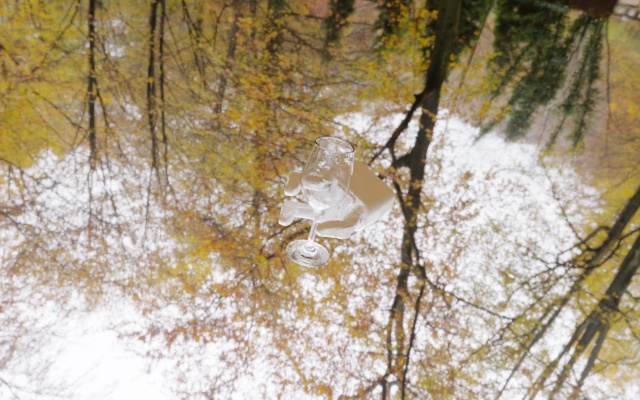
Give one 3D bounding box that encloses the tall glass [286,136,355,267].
[{"bbox_3d":[0.000,0.003,0.757,0.079,0.201,0.079,11,27,-6],"label":"tall glass"}]
